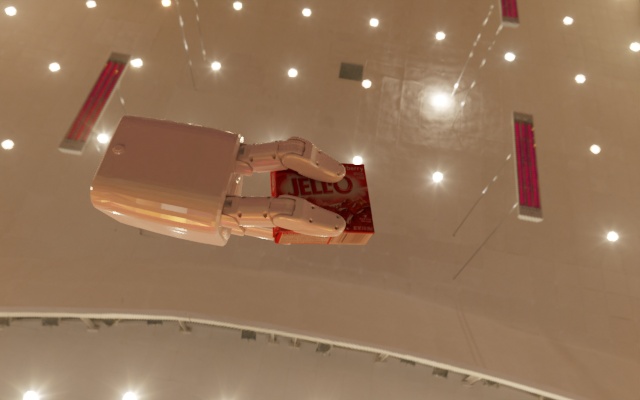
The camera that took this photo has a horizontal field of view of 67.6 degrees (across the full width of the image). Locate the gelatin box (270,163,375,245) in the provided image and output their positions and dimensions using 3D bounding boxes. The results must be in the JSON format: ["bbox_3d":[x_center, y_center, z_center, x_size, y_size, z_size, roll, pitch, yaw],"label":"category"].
[{"bbox_3d":[0.000,0.002,0.436,0.089,0.073,0.030,2,-29,-15],"label":"gelatin box"}]
